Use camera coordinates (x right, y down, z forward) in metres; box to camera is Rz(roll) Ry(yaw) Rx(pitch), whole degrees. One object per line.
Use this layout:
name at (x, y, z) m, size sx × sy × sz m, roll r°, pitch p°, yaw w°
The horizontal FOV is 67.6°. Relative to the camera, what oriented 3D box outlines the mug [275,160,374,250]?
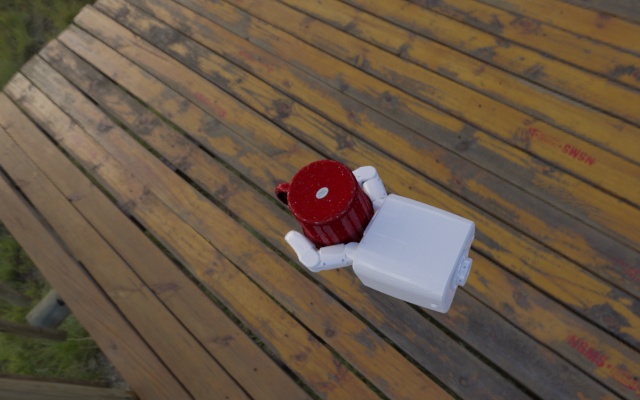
mug at (-0.001, 0.001, 0.561) m, size 0.117 × 0.093 × 0.081 m, roll 17°, pitch -18°, yaw 23°
